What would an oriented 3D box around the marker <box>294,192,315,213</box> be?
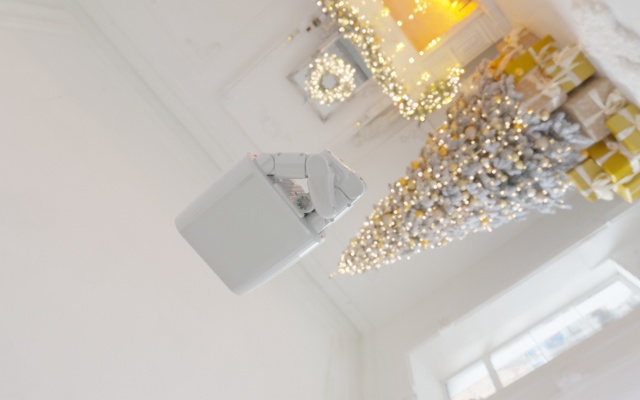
[{"bbox_3d":[0.000,0.002,0.505,0.020,0.020,0.121,0,1,16],"label":"marker"}]
